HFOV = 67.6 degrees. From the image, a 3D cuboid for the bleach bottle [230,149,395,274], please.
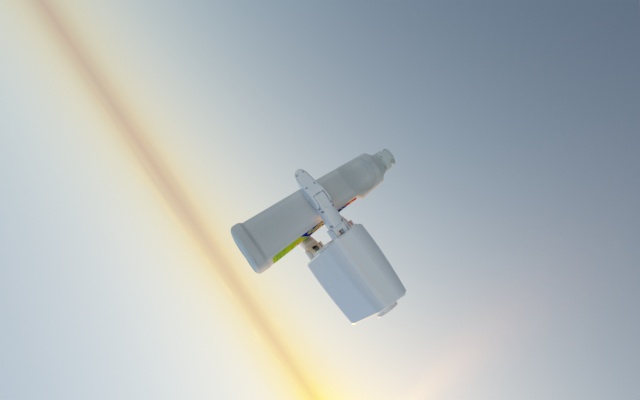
[{"bbox_3d":[0.000,0.002,0.657,0.251,0.068,0.102,-34,-9,-14],"label":"bleach bottle"}]
